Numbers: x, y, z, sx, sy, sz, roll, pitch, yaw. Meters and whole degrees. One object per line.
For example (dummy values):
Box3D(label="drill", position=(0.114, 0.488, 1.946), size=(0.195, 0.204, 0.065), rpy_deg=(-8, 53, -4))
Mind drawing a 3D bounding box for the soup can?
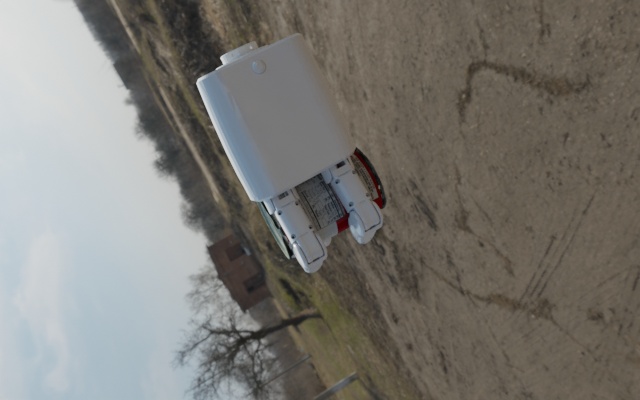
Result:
Box3D(label="soup can", position=(0.000, 0.002, 0.443), size=(0.102, 0.068, 0.068), rpy_deg=(-29, 6, -11))
